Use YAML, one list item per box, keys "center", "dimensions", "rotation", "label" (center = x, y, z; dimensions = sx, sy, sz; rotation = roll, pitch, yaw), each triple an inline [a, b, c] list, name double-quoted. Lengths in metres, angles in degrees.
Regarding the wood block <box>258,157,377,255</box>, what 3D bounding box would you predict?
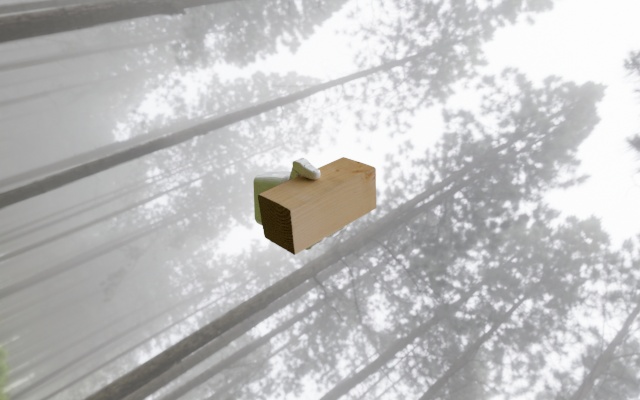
- center: [0.000, 0.002, 0.862]
  dimensions: [0.206, 0.091, 0.090]
  rotation: [-27, 35, -35]
  label: "wood block"
